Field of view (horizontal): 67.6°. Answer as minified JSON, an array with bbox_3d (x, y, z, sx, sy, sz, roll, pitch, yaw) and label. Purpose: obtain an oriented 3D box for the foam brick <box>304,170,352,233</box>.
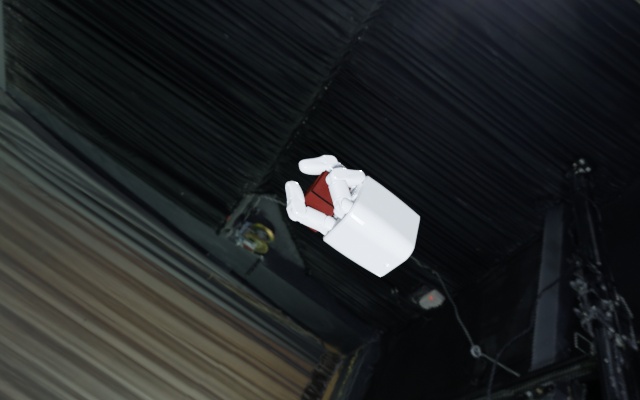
[{"bbox_3d":[0.000,0.002,0.729,0.051,0.053,0.078,35,-39,-5],"label":"foam brick"}]
